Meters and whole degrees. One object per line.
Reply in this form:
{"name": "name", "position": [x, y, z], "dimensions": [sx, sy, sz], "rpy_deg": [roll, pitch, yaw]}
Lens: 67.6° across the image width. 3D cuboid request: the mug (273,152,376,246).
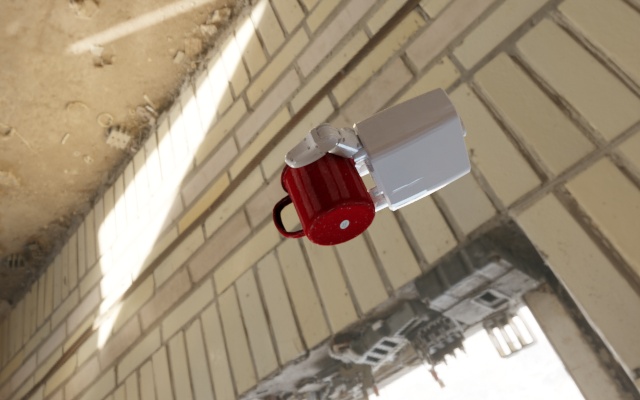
{"name": "mug", "position": [-0.001, 0.003, 0.535], "dimensions": [0.117, 0.081, 0.093], "rpy_deg": [-27, -34, 6]}
